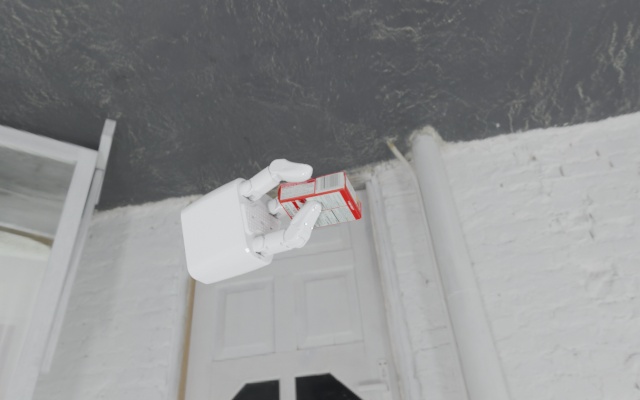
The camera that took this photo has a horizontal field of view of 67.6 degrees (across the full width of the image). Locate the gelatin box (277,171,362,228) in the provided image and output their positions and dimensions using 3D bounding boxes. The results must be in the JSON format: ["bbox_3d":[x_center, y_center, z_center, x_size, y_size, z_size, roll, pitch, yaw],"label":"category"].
[{"bbox_3d":[0.000,0.002,0.606,0.089,0.030,0.073,-11,-36,17],"label":"gelatin box"}]
